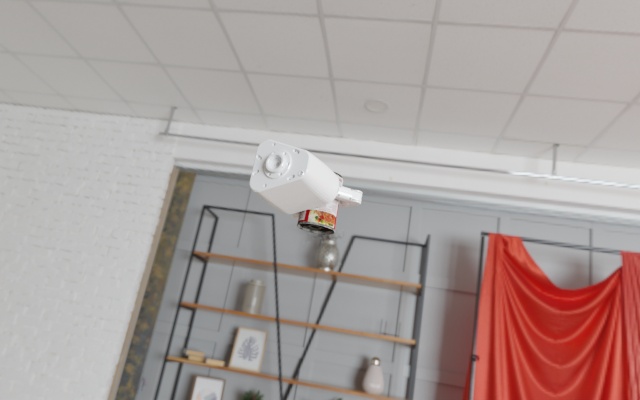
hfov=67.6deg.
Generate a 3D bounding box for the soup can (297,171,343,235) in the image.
[{"bbox_3d":[0.000,0.003,0.853,0.068,0.102,0.068,9,-17,3],"label":"soup can"}]
